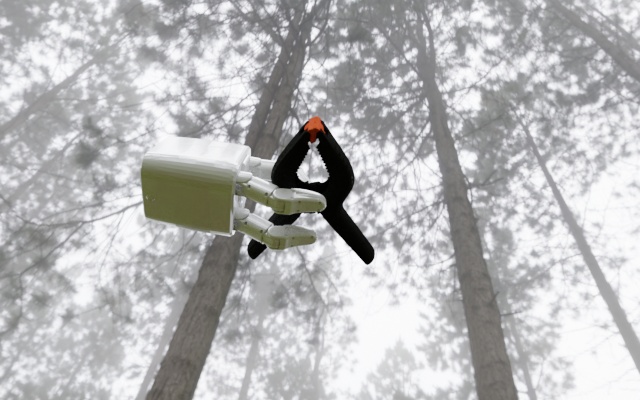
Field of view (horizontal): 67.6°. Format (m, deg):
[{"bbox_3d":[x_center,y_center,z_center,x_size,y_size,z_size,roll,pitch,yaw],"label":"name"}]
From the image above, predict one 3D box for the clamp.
[{"bbox_3d":[0.000,0.001,0.566,0.164,0.210,0.036,7,38,-4],"label":"clamp"}]
